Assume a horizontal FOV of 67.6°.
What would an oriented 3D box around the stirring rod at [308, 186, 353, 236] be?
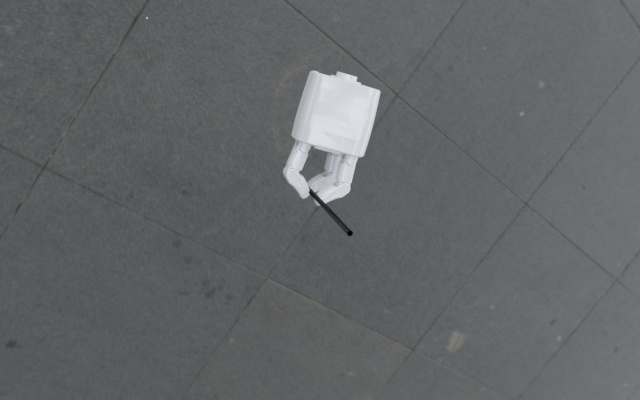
[{"bbox_3d":[0.000,0.002,0.728,0.011,0.011,0.239,0,20,-20],"label":"stirring rod"}]
